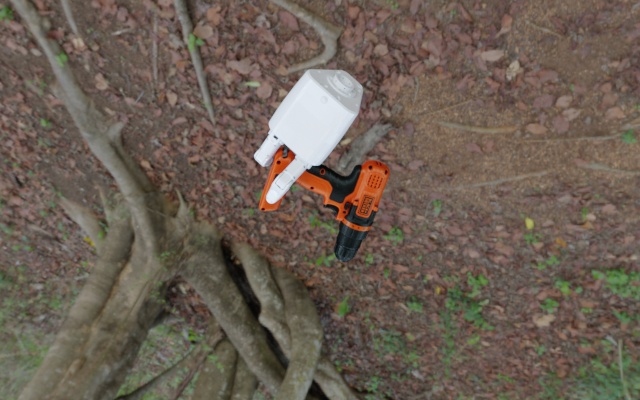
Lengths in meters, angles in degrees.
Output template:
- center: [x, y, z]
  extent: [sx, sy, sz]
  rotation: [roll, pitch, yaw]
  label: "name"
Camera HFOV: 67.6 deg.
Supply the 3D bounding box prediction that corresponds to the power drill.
- center: [0.000, 0.002, 0.775]
  extent: [0.187, 0.184, 0.057]
  rotation: [16, 21, -10]
  label: "power drill"
